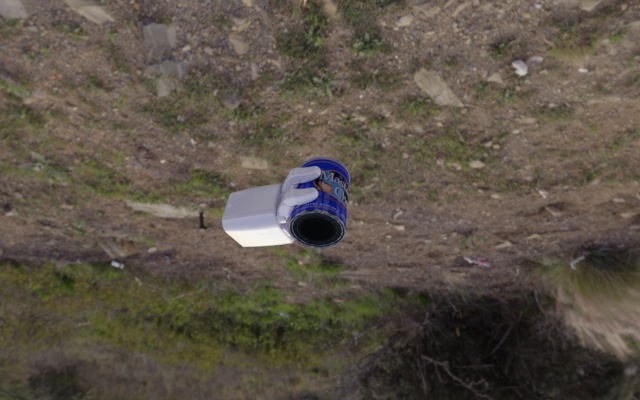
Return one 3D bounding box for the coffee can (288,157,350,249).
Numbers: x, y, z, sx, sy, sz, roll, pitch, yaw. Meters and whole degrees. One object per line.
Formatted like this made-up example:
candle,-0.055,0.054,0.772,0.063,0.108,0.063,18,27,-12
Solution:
coffee can,0.000,0.003,0.884,0.103,0.140,0.103,4,-44,4
